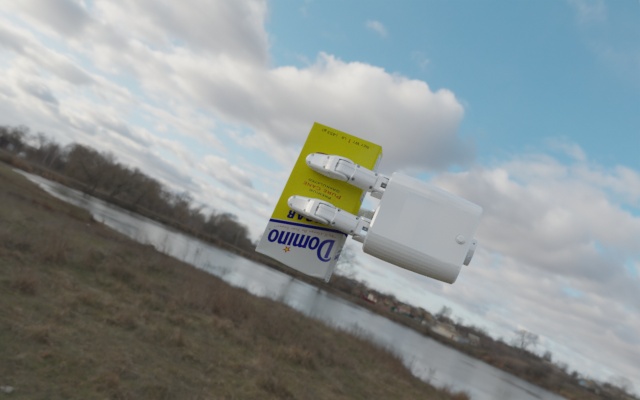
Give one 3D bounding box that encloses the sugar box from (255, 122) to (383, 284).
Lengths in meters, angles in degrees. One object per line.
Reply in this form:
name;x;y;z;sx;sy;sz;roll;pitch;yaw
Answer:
sugar box;0.000;0.002;0.583;0.093;0.176;0.048;21;-11;13
